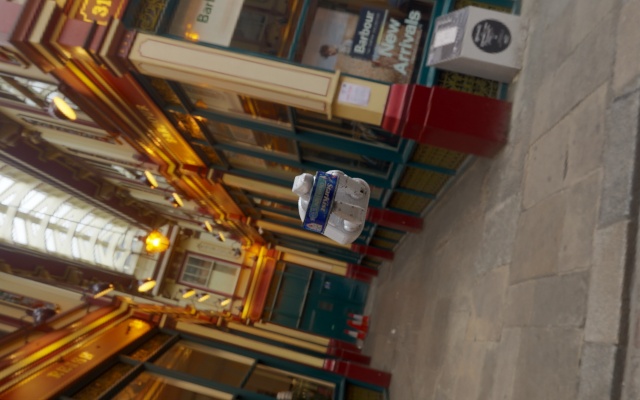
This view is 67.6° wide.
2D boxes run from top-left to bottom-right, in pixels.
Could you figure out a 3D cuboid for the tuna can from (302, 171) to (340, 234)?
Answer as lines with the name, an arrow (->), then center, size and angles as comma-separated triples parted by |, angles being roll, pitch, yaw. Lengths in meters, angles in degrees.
tuna can -> 0.000, 0.002, 0.679 | 0.034, 0.086, 0.086 | 16, 0, -1
